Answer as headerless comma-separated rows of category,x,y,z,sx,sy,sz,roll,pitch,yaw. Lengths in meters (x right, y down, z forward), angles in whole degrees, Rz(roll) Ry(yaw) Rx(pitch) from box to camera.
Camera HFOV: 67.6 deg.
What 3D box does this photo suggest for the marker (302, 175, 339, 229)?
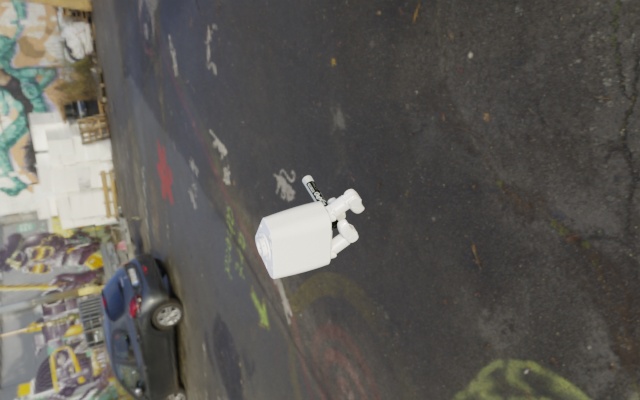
marker,0.000,0.003,0.843,0.020,0.121,0.020,-20,-36,-16
